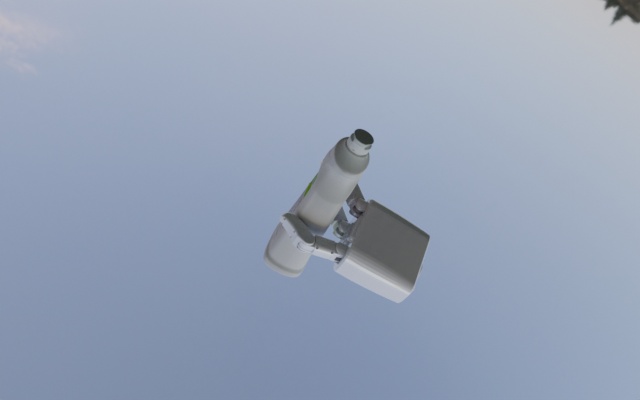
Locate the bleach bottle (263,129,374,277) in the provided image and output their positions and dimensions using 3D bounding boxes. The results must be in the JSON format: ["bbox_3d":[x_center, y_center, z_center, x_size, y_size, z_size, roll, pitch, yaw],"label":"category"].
[{"bbox_3d":[0.000,0.002,0.673,0.068,0.102,0.251,28,-47,-7],"label":"bleach bottle"}]
